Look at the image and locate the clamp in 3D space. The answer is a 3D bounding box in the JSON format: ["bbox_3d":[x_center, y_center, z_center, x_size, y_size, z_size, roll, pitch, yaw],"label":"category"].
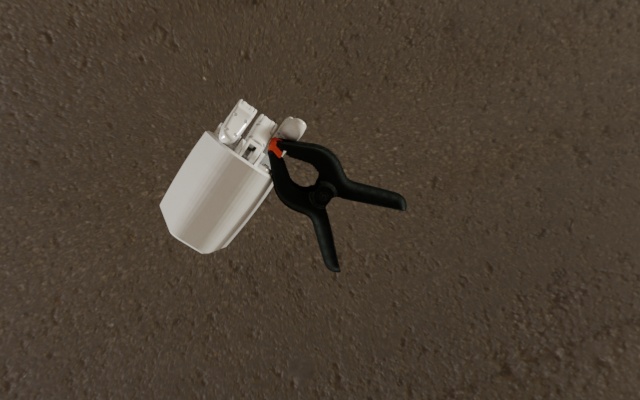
[{"bbox_3d":[0.000,0.002,0.540,0.171,0.120,0.039,35,4,-11],"label":"clamp"}]
